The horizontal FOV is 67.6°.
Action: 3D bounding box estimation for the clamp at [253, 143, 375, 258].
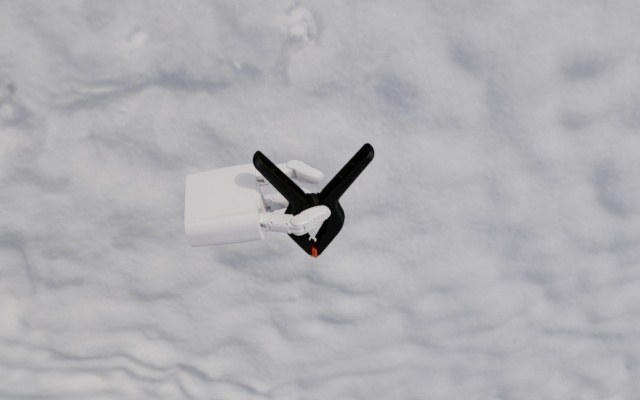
[{"bbox_3d":[0.000,0.003,0.699,0.164,0.210,0.036,-9,42,-1],"label":"clamp"}]
